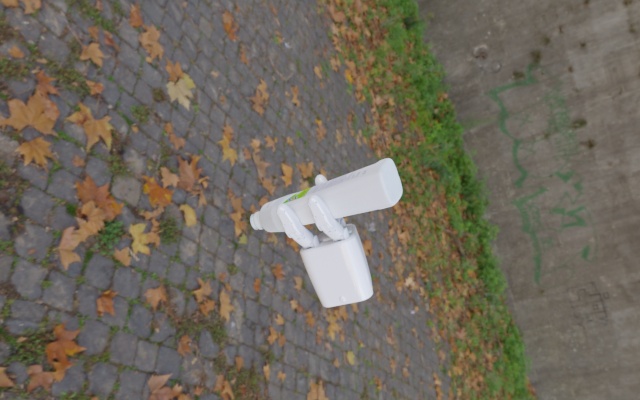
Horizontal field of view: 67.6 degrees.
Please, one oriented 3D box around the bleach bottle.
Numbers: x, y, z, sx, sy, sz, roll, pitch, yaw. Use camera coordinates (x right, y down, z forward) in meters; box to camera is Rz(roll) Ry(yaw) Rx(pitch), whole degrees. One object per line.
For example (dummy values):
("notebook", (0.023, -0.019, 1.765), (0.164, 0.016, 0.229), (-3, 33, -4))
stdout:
("bleach bottle", (0.000, 0.003, 0.779), (0.251, 0.068, 0.102), (-16, 10, 24))
